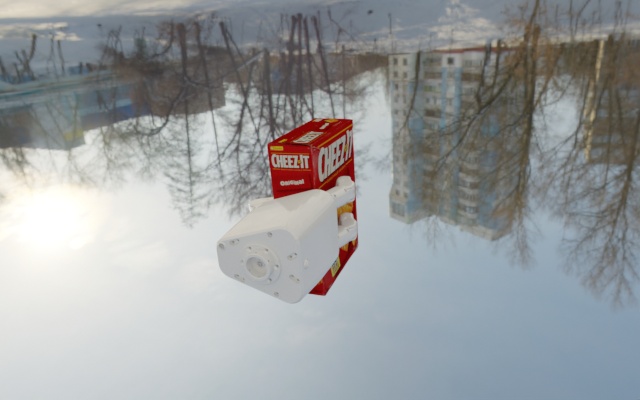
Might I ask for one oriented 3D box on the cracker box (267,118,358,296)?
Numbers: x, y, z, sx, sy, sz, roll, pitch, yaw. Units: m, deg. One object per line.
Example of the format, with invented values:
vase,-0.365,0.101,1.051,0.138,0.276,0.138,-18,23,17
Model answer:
cracker box,0.000,0.002,0.689,0.072,0.214,0.164,4,22,21
